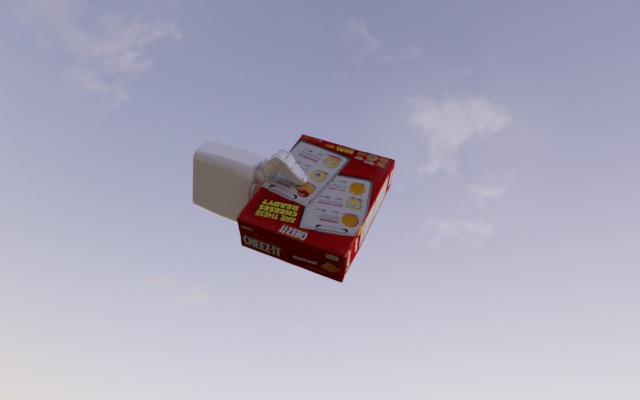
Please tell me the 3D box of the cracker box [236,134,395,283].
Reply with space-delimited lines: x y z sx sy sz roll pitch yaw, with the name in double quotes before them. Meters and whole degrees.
"cracker box" 0.000 0.002 0.721 0.164 0.072 0.213 18 48 16
